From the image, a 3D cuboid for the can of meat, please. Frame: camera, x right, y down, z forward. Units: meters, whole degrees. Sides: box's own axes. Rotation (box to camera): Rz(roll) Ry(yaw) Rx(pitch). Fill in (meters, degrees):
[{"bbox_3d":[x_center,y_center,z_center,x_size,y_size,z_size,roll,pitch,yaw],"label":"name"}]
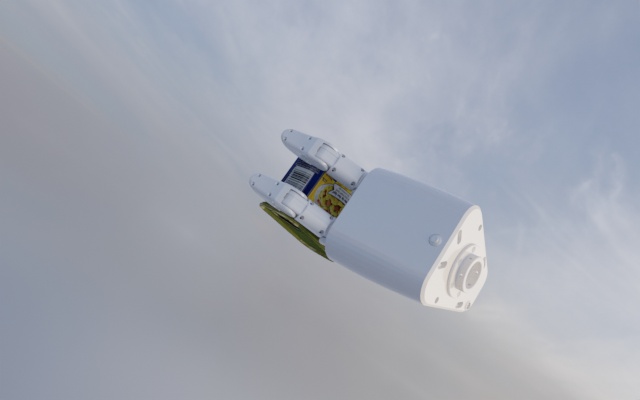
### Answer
[{"bbox_3d":[0.000,0.001,0.495,0.057,0.084,0.102,23,-16,45],"label":"can of meat"}]
